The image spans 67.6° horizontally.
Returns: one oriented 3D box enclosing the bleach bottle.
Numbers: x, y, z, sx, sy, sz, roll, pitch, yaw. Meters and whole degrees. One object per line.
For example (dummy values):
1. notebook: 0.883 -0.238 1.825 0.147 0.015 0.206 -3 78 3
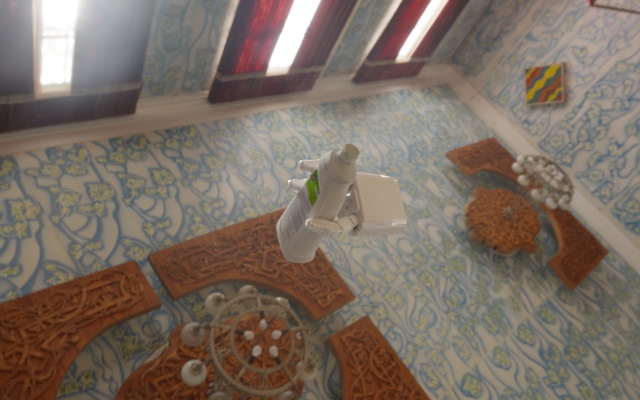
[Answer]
1. bleach bottle: 0.000 0.003 0.845 0.068 0.102 0.251 4 -40 -30
